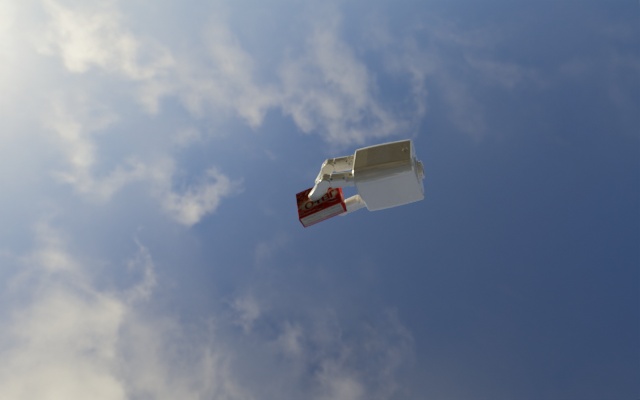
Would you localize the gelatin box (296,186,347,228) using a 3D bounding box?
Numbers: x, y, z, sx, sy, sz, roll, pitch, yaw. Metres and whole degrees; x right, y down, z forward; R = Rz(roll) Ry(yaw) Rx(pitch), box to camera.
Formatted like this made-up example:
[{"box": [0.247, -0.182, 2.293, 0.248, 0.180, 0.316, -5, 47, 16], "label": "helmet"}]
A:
[{"box": [0.000, 0.003, 0.899, 0.089, 0.030, 0.073, -22, 41, 10], "label": "gelatin box"}]
